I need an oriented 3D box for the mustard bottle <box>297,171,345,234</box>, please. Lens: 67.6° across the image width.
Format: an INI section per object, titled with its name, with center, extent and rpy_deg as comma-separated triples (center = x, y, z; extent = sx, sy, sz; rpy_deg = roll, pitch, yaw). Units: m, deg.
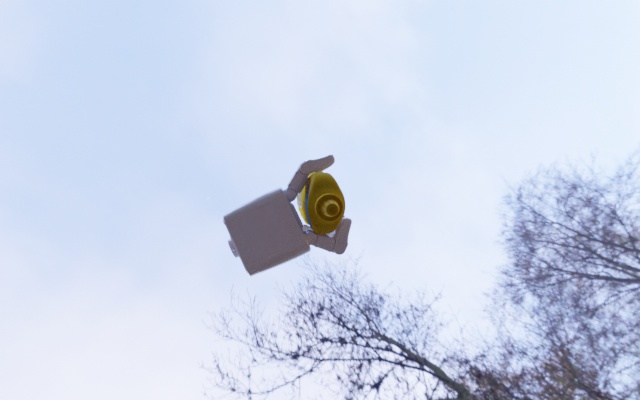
[mustard bottle]
center = 0.000, 0.002, 0.760
extent = 0.058, 0.096, 0.191
rpy_deg = -1, 6, -9
